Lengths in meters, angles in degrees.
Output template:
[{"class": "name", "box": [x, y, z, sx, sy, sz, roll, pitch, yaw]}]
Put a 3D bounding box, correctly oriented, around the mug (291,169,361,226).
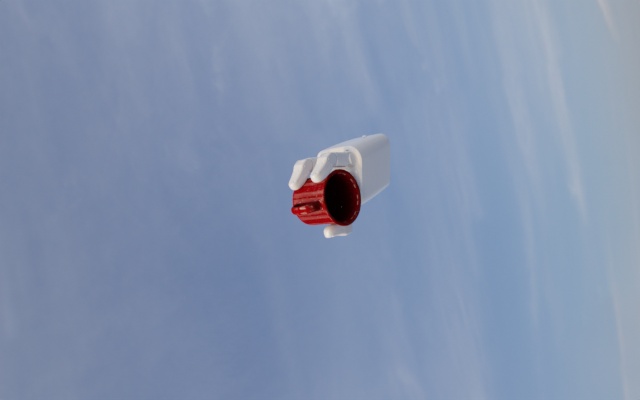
[{"class": "mug", "box": [-0.001, 0.003, 0.788, 0.081, 0.093, 0.117, -7, 13, 44]}]
